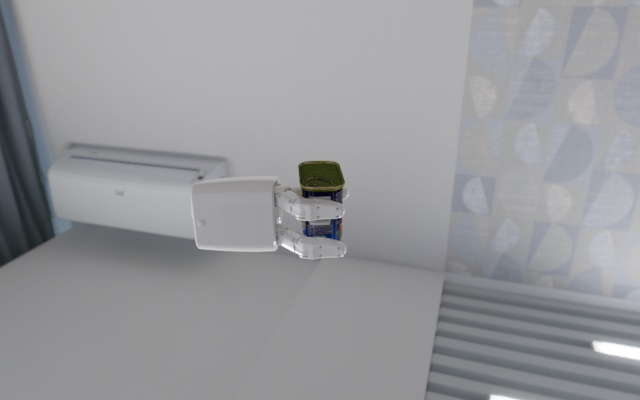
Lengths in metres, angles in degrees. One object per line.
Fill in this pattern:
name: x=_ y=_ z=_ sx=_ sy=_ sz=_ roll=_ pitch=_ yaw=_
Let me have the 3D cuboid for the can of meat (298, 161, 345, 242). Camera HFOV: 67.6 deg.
can of meat: x=0.000 y=0.002 z=0.640 sx=0.057 sy=0.084 sz=0.102 roll=-2 pitch=23 yaw=-4
